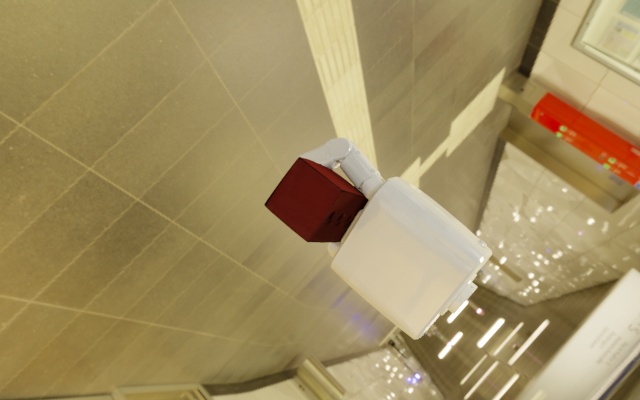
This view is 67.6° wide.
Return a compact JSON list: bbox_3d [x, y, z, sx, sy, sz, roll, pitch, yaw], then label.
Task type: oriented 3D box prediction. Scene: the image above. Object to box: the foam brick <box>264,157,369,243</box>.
[{"bbox_3d":[0.000,0.001,0.421,0.051,0.053,0.078,40,12,21],"label":"foam brick"}]
